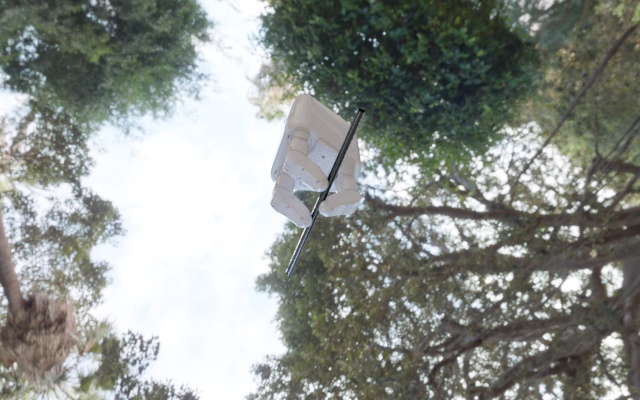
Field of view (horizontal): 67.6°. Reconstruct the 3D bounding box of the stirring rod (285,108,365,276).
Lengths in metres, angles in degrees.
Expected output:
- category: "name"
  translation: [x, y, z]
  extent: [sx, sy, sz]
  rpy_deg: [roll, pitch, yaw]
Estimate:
- category: "stirring rod"
  translation: [0.000, 0.002, 0.545]
  extent: [0.011, 0.240, 0.011]
  rpy_deg: [16, 34, -11]
